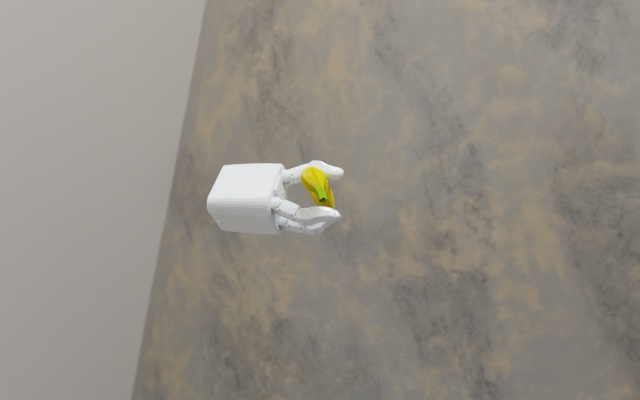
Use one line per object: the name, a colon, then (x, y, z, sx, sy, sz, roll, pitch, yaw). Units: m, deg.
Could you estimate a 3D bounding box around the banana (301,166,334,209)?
banana: (-0.004, -0.016, 0.770, 0.037, 0.069, 0.198, -13, -8, 5)
